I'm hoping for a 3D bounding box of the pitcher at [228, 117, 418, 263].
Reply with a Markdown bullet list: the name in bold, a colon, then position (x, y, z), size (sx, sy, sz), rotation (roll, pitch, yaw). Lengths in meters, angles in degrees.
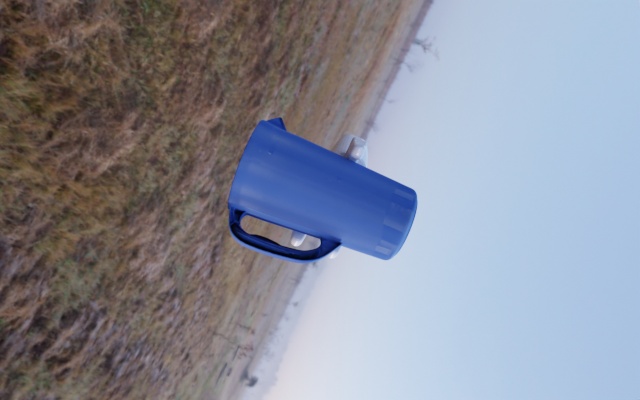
- **pitcher**: position (0.000, 0.002, 0.658), size (0.243, 0.149, 0.145), rotation (22, 26, -2)
